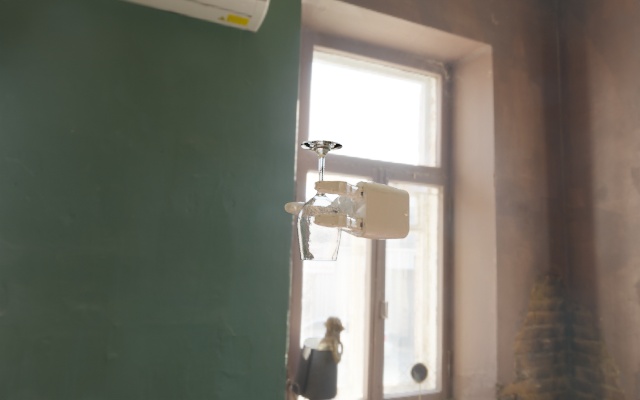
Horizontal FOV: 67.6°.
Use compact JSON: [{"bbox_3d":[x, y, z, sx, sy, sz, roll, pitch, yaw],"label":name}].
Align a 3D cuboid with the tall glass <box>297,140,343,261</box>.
[{"bbox_3d":[0.000,0.002,0.817,0.079,0.201,0.079,2,-8,0],"label":"tall glass"}]
